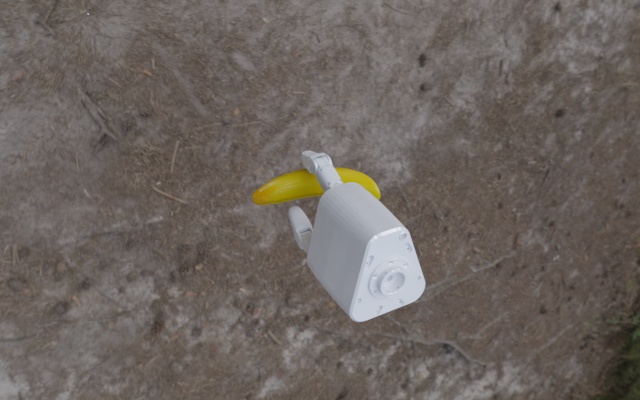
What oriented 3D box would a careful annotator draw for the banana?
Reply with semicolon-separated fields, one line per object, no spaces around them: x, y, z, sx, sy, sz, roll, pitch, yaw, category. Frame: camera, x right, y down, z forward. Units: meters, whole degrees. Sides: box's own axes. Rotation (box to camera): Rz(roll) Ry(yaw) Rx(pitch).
0.010;-0.013;0.628;0.198;0.070;0.037;7;28;-32;banana
